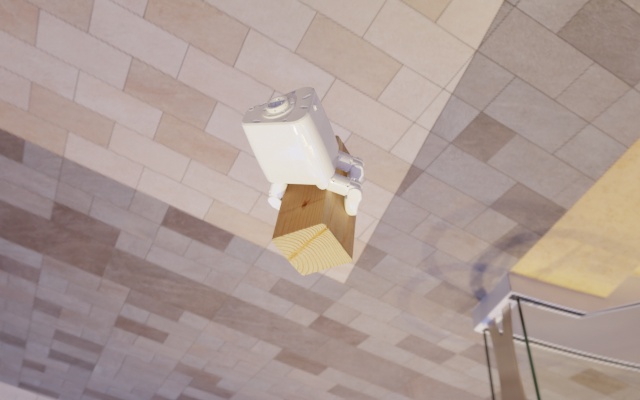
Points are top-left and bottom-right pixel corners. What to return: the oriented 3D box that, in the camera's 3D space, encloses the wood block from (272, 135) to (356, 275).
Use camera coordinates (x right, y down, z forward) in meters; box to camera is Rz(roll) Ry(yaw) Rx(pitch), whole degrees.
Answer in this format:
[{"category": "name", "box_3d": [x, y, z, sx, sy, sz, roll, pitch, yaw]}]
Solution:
[{"category": "wood block", "box_3d": [0.000, 0.002, 0.757, 0.091, 0.206, 0.090, -19, -53, 25]}]
